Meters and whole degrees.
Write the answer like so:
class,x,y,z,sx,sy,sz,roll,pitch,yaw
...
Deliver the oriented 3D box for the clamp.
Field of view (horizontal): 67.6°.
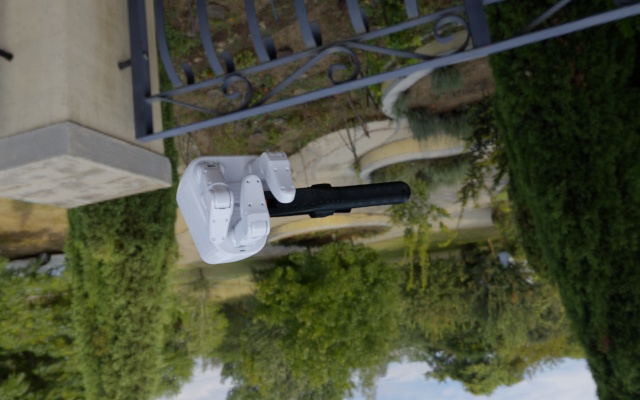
class,x,y,z,sx,sy,sz,roll,pitch,yaw
clamp,0.000,0.002,0.531,0.171,0.039,0.120,-2,-12,-25
